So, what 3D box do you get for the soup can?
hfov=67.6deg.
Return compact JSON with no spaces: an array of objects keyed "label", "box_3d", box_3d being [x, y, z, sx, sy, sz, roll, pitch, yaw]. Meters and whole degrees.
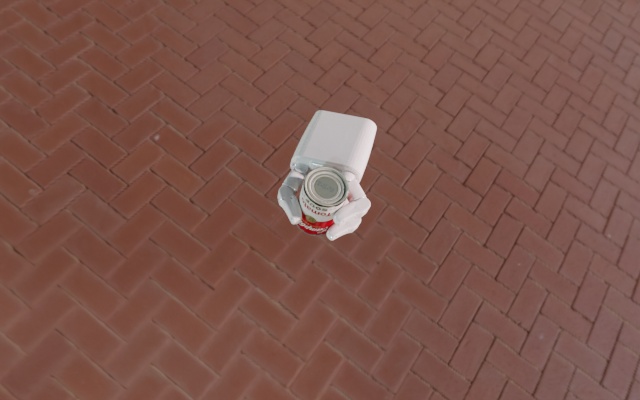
[{"label":"soup can","box_3d":[0.000,0.003,0.719,0.068,0.068,0.102,0,-27,-12]}]
